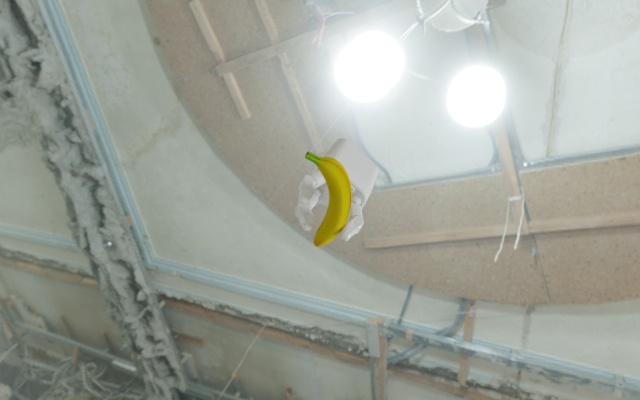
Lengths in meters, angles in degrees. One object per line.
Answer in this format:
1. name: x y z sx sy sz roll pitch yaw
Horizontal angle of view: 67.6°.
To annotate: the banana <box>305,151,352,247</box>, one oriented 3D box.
1. banana: 0.018 0.002 0.788 0.069 0.198 0.037 7 38 15
